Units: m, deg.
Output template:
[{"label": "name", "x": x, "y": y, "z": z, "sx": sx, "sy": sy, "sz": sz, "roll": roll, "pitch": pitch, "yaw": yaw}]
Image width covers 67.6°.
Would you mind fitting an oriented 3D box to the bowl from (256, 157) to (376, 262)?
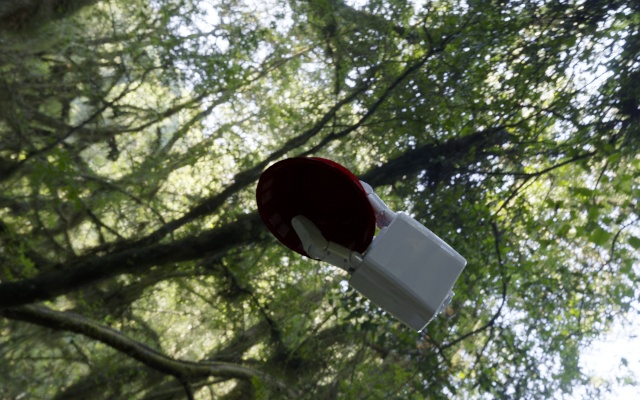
[{"label": "bowl", "x": -0.001, "y": 0.001, "z": 0.614, "sx": 0.162, "sy": 0.162, "sz": 0.055, "roll": 0, "pitch": 35, "yaw": 26}]
